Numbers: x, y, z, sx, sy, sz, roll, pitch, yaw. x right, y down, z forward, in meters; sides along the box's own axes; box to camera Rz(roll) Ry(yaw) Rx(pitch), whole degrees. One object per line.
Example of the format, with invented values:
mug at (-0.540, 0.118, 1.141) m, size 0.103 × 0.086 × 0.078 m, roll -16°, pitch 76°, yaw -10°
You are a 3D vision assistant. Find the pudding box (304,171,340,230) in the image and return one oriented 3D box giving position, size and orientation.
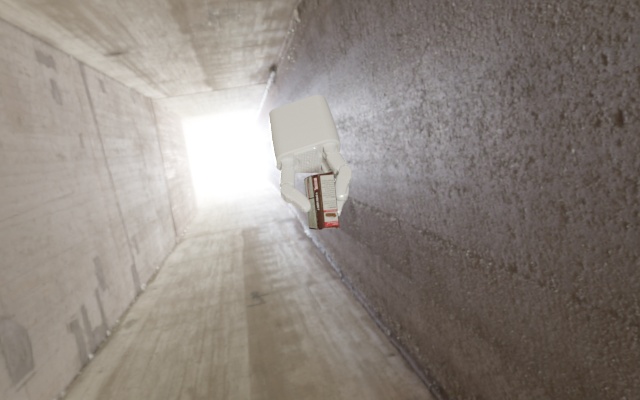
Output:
pudding box at (0.000, 0.003, 0.784) m, size 0.039 × 0.090 × 0.113 m, roll -7°, pitch -1°, yaw -7°
